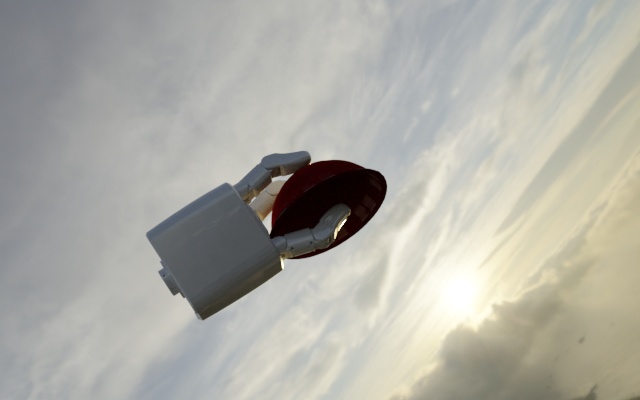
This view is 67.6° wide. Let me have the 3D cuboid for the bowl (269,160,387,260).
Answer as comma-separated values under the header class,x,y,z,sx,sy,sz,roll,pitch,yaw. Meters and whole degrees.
class,x,y,z,sx,sy,sz,roll,pitch,yaw
bowl,0.001,0.001,0.587,0.162,0.055,0.162,-23,-32,-15
